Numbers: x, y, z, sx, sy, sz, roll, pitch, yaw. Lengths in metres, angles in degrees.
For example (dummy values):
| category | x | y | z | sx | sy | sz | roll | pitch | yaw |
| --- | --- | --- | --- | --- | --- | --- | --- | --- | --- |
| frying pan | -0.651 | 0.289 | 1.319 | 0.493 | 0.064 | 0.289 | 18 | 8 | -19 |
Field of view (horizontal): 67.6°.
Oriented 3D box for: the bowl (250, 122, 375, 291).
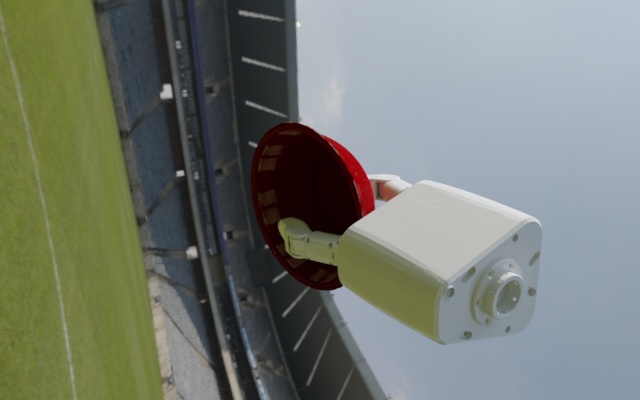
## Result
| category | x | y | z | sx | sy | sz | roll | pitch | yaw |
| --- | --- | --- | --- | --- | --- | --- | --- | --- | --- |
| bowl | 0.000 | 0.001 | 0.461 | 0.055 | 0.162 | 0.162 | -19 | 12 | -39 |
